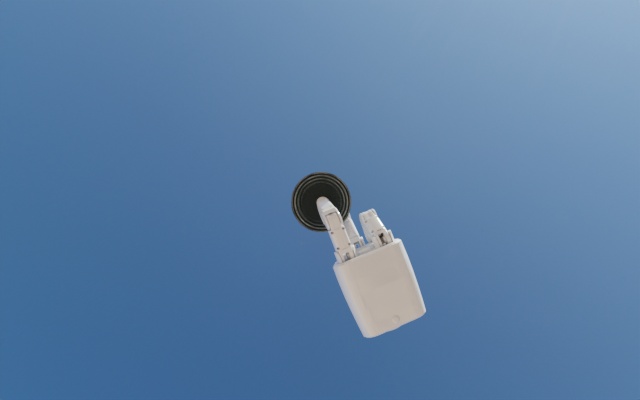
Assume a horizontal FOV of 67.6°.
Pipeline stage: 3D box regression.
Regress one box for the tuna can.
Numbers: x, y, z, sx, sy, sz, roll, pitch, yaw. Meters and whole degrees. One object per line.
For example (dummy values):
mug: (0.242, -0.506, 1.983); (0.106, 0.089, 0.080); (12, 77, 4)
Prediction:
tuna can: (0.000, 0.002, 0.691); (0.086, 0.086, 0.034); (0, 0, -4)
